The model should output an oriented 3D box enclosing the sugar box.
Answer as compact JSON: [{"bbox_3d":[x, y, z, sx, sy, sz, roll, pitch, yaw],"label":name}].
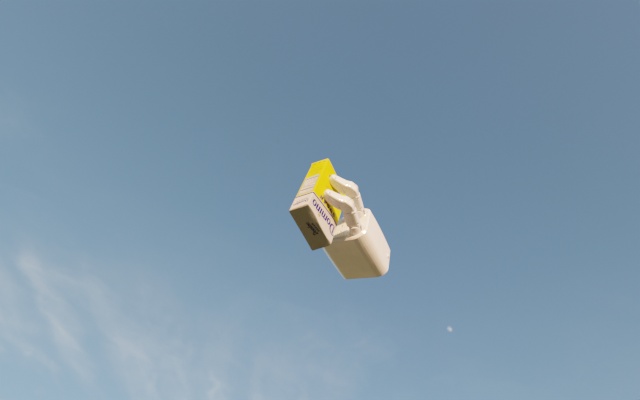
[{"bbox_3d":[0.001,0.003,0.892,0.048,0.093,0.176,-19,26,21],"label":"sugar box"}]
